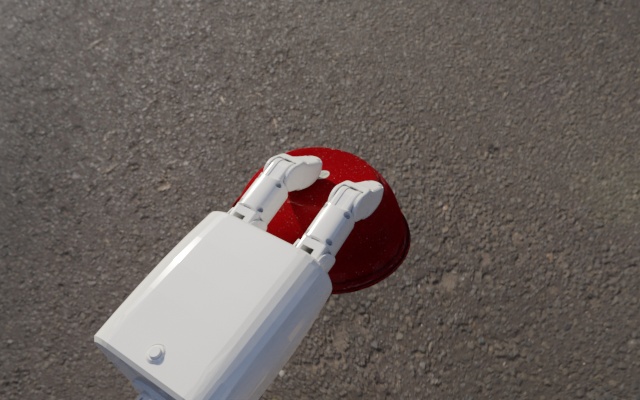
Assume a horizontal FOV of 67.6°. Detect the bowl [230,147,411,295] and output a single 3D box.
[{"bbox_3d":[0.001,0.000,0.404,0.162,0.055,0.162,3,37,-2],"label":"bowl"}]
